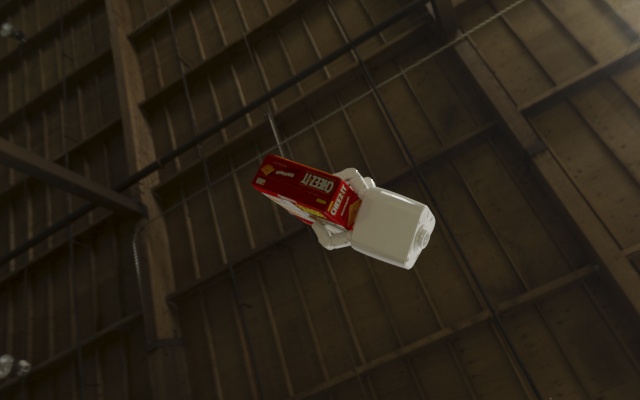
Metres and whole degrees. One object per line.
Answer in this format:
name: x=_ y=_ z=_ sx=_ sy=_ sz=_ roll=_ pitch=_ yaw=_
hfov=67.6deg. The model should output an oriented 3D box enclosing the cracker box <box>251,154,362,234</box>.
cracker box: x=0.000 y=0.003 z=0.882 sx=0.164 sy=0.072 sz=0.214 roll=20 pitch=-11 yaw=31
